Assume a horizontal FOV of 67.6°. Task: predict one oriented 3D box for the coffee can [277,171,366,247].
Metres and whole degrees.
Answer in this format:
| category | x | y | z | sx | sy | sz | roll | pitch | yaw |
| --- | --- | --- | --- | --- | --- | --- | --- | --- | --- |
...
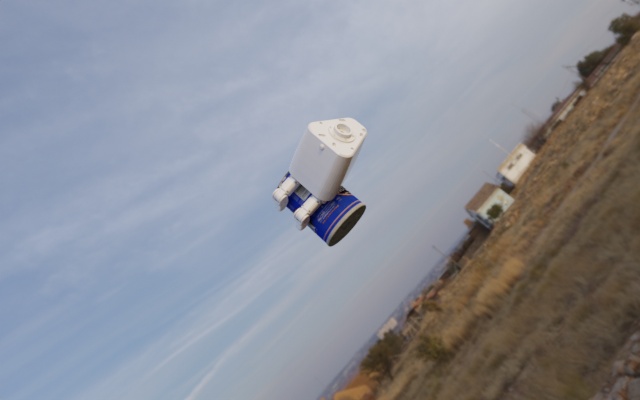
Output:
| category | x | y | z | sx | sy | sz | roll | pitch | yaw |
| --- | --- | --- | --- | --- | --- | --- | --- | --- | --- |
| coffee can | 0.000 | 0.003 | 0.897 | 0.140 | 0.103 | 0.103 | 41 | 13 | 16 |
